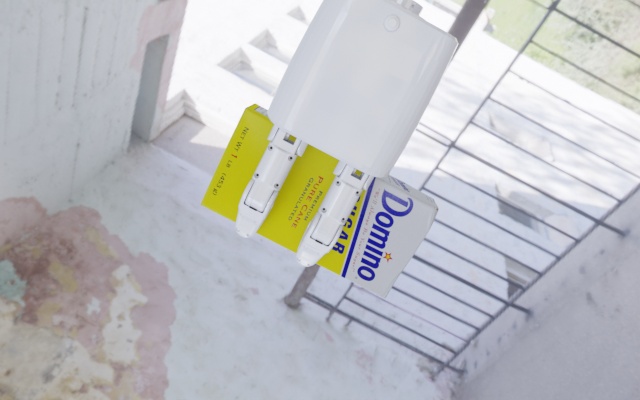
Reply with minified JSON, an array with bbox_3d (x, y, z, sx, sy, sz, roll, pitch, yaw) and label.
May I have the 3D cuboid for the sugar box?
[{"bbox_3d":[0.000,0.001,0.403,0.176,0.093,0.048,27,16,-2],"label":"sugar box"}]
